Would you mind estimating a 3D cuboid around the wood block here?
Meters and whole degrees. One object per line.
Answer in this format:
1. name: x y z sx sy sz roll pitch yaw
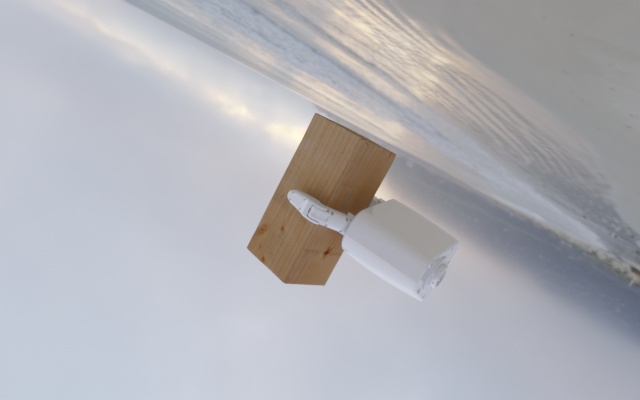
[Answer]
1. wood block: 0.000 0.002 0.639 0.090 0.206 0.091 36 13 37
